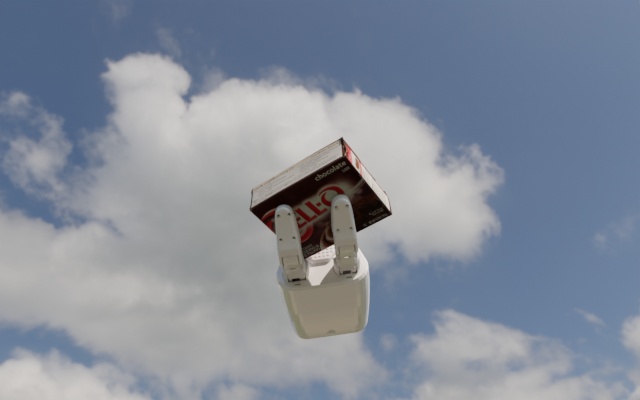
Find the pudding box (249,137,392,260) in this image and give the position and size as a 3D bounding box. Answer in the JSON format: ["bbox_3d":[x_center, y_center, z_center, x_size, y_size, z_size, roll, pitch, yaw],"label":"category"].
[{"bbox_3d":[0.000,0.001,0.477,0.113,0.039,0.090,-30,-53,18],"label":"pudding box"}]
